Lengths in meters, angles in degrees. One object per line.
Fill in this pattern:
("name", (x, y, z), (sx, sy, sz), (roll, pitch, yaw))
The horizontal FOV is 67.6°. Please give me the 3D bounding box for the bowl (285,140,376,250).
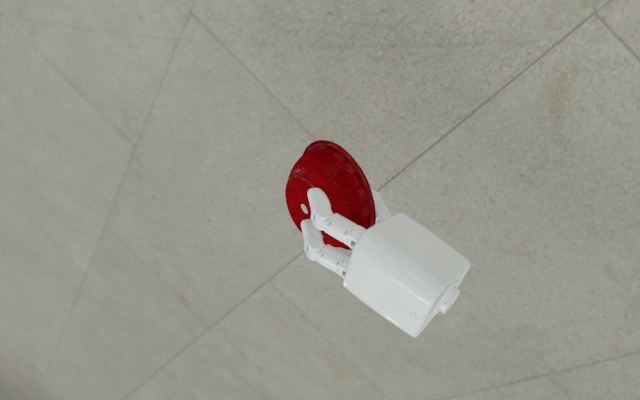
("bowl", (-0.001, 0.002, 0.652), (0.055, 0.162, 0.162), (-23, 13, -32))
